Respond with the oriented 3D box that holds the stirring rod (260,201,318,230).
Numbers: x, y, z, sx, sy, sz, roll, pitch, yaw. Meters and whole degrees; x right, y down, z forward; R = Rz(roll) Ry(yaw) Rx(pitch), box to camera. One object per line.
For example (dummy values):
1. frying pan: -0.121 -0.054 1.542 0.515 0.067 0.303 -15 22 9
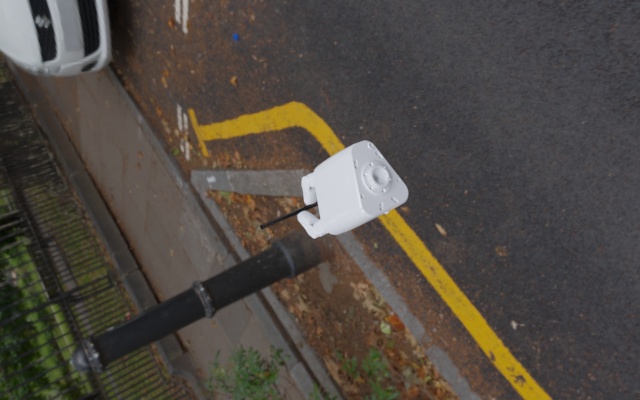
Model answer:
1. stirring rod: 0.000 0.003 0.821 0.239 0.011 0.011 -23 13 -32
